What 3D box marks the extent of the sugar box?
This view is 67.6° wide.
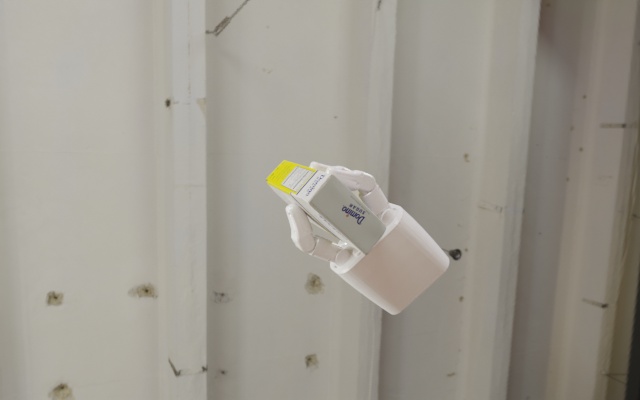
[{"bbox_3d":[0.000,0.002,0.571,0.093,0.048,0.176,43,-9,-22],"label":"sugar box"}]
